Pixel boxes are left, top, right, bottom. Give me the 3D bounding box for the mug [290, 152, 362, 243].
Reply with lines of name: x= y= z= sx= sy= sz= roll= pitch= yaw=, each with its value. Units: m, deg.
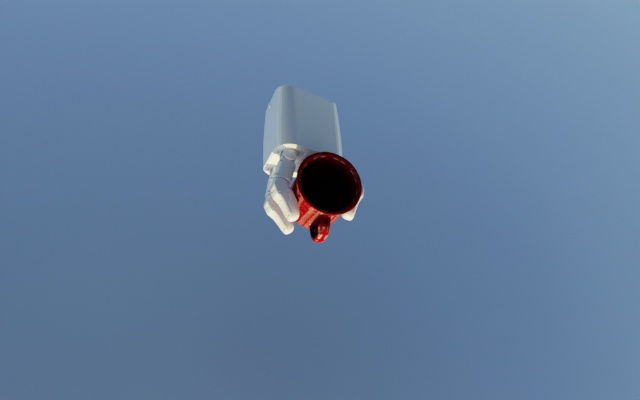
mug: x=0.000 y=0.004 z=0.664 sx=0.093 sy=0.117 sz=0.081 roll=6 pitch=-24 yaw=-18
